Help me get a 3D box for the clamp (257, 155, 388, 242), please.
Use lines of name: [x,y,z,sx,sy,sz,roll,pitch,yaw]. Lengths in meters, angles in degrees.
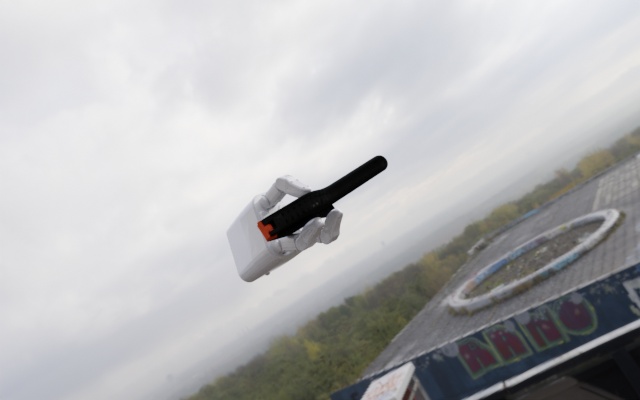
clamp: [-0.001,0.002,0.692,0.210,0.036,0.165,-23,-16,-47]
